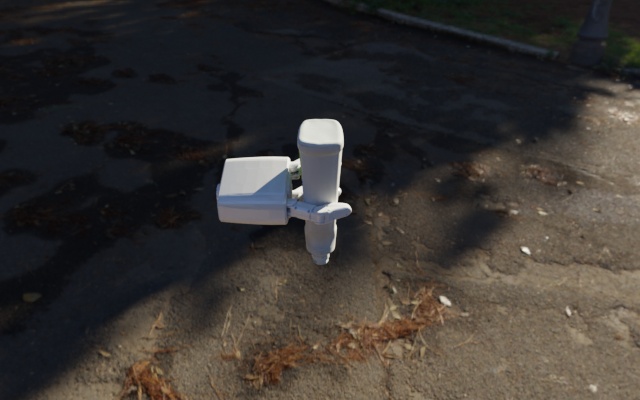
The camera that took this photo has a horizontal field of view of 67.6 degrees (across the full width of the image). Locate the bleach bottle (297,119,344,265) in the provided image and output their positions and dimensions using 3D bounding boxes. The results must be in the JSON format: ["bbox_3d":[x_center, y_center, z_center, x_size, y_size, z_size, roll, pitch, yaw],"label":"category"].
[{"bbox_3d":[0.000,0.002,0.772,0.068,0.251,0.102,0,31,1],"label":"bleach bottle"}]
